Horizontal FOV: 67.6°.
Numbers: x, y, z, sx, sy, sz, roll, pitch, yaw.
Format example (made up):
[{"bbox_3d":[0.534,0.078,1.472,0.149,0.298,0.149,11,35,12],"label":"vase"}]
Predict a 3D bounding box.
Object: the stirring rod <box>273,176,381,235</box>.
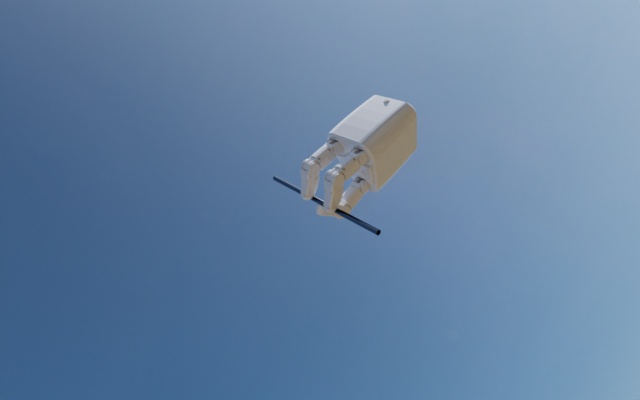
[{"bbox_3d":[0.000,0.002,0.705,0.011,0.011,0.239,0,19,-42],"label":"stirring rod"}]
